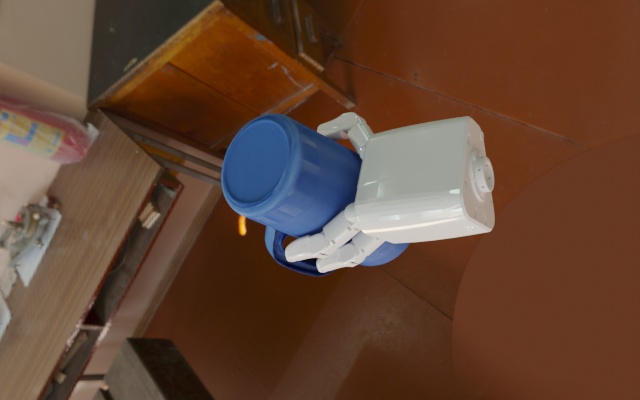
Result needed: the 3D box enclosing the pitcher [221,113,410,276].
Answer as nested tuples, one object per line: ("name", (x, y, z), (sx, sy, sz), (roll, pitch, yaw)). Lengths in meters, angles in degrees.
("pitcher", (0.000, 0.002, 0.558), (0.145, 0.149, 0.243), (-9, -20, 35))
